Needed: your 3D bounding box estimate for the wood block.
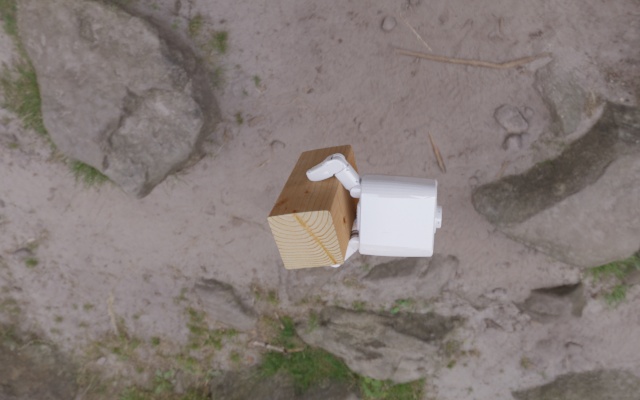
[{"bbox_3d":[0.000,0.002,0.729,0.090,0.091,0.206,-7,29,17],"label":"wood block"}]
